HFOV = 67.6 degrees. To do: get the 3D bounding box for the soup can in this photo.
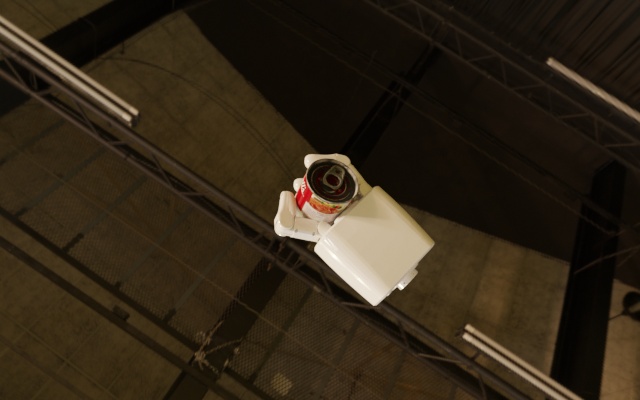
[{"bbox_3d":[0.000,0.002,0.625,0.068,0.068,0.102,0,-32,-21],"label":"soup can"}]
